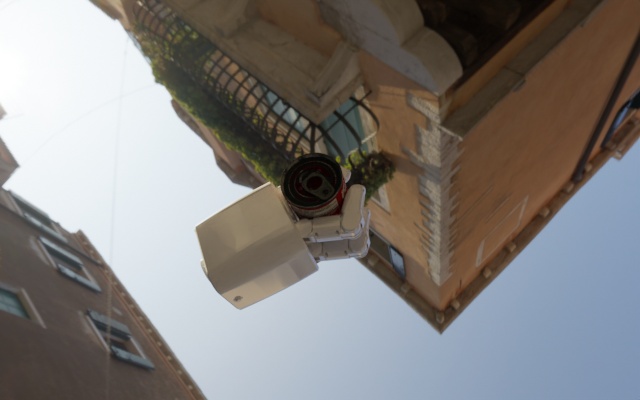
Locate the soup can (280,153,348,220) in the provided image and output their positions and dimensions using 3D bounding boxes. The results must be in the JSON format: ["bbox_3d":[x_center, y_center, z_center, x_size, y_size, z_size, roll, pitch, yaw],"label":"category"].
[{"bbox_3d":[0.001,0.002,0.547,0.068,0.068,0.102,0,-29,13],"label":"soup can"}]
